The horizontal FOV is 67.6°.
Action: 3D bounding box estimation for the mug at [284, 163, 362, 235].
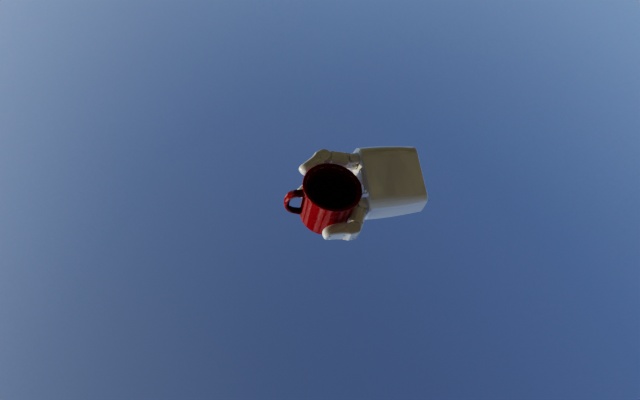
[{"bbox_3d":[-0.001,0.003,0.756,0.117,0.093,0.082,-4,-34,-15],"label":"mug"}]
